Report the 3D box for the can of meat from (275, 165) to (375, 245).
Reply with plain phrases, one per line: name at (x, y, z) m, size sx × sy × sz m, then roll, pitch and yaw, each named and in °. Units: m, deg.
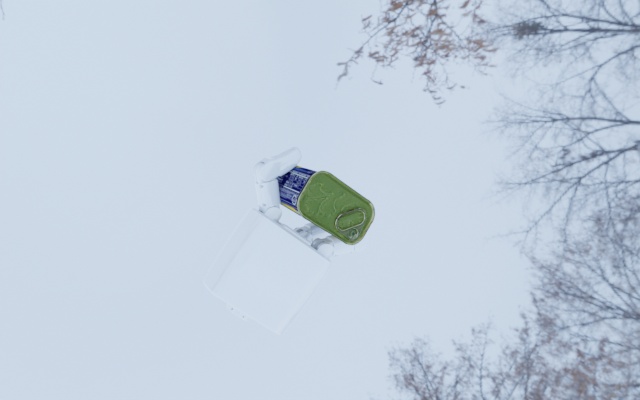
can of meat at (0.000, 0.002, 0.566) m, size 0.102 × 0.057 × 0.084 m, roll 33°, pitch -6°, yaw -31°
